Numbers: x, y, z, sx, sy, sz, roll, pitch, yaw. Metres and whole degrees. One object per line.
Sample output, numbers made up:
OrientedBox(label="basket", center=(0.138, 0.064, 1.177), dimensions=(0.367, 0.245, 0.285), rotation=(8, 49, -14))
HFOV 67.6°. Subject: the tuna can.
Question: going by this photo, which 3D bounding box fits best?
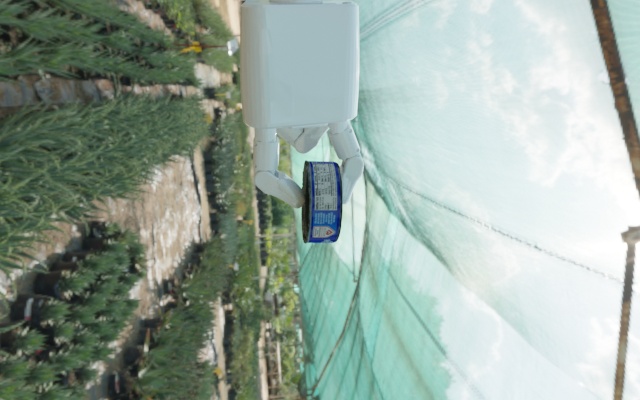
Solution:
OrientedBox(label="tuna can", center=(0.001, 0.002, 0.493), dimensions=(0.034, 0.086, 0.086), rotation=(1, 0, -7))
